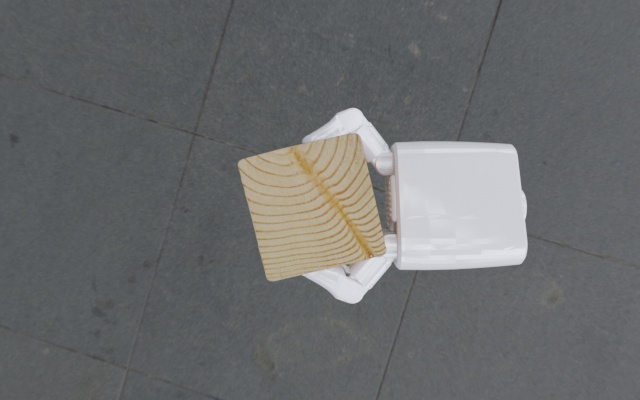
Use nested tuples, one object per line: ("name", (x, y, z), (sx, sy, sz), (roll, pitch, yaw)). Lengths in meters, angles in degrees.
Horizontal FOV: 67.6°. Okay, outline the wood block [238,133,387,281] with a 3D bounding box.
("wood block", (0.000, 0.001, 0.434), (0.090, 0.091, 0.206), (-13, 1, 4))
